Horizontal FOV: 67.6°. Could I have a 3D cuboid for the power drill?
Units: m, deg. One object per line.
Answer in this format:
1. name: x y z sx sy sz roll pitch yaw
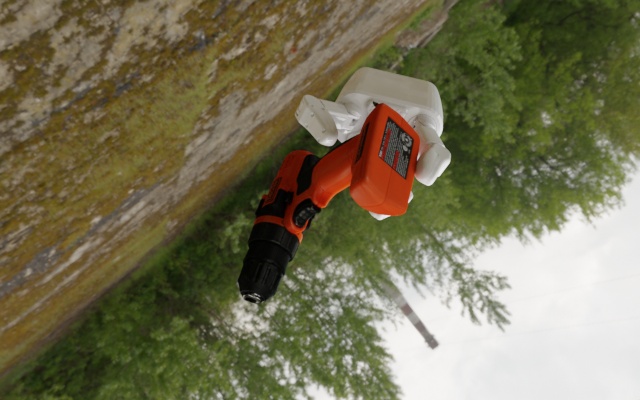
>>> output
1. power drill: 0.000 0.001 0.455 0.057 0.184 0.188 36 -38 -26
